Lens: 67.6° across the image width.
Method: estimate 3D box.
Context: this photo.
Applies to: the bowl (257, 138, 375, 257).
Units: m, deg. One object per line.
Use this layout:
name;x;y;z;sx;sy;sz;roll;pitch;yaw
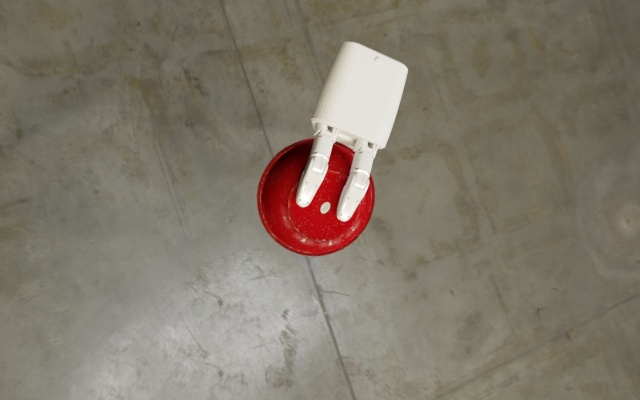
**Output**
bowl;0.000;0.003;0.617;0.162;0.162;0.055;0;11;-11
